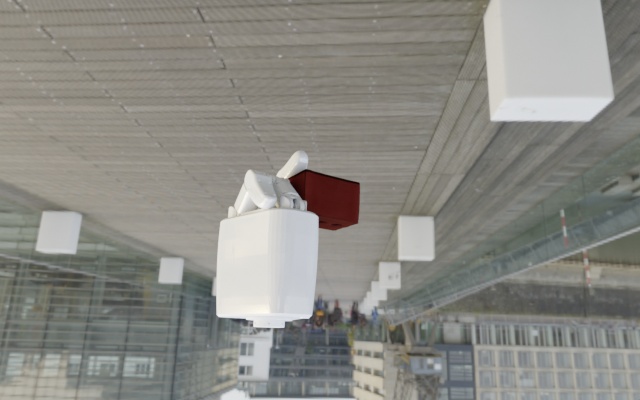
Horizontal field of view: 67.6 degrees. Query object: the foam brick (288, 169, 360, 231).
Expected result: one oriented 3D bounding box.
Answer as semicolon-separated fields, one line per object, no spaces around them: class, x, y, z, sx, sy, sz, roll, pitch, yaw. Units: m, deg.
foam brick;0.000;0.002;0.555;0.078;0.051;0.053;12;-20;-32
